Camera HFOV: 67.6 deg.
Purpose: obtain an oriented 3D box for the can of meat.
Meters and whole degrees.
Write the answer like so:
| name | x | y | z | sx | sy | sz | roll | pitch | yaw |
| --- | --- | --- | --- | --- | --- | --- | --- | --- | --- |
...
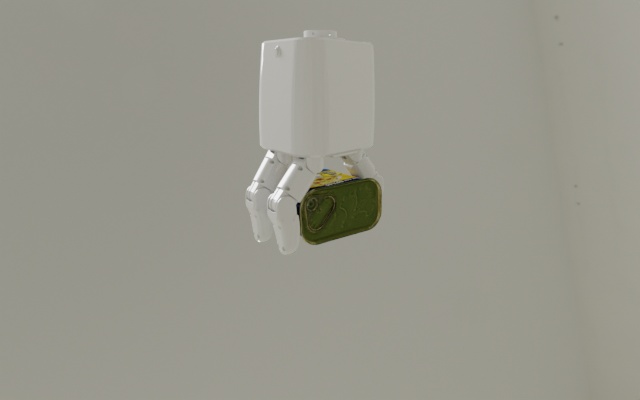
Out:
| name | x | y | z | sx | sy | sz | roll | pitch | yaw |
| --- | --- | --- | --- | --- | --- | --- | --- | --- | --- |
| can of meat | 0.000 | 0.002 | 0.514 | 0.102 | 0.057 | 0.084 | -13 | 20 | -32 |
